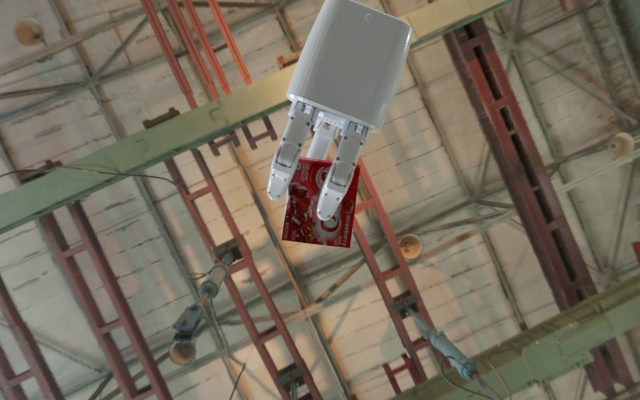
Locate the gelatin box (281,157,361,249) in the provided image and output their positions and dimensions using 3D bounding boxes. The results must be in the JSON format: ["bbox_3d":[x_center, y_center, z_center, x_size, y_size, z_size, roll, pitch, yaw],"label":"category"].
[{"bbox_3d":[0.000,0.002,0.503,0.073,0.089,0.030,7,8,-4],"label":"gelatin box"}]
